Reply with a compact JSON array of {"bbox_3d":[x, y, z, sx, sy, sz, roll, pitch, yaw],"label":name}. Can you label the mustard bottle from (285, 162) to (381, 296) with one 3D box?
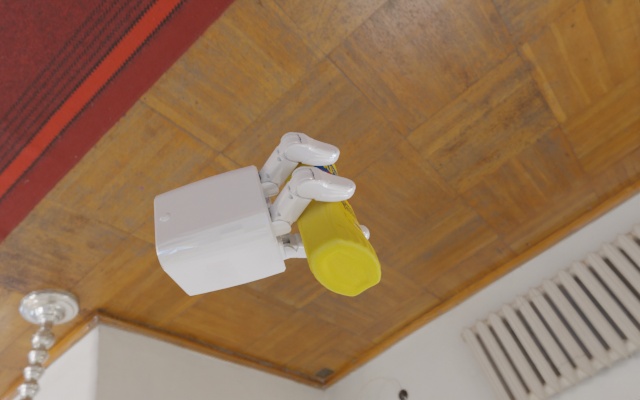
[{"bbox_3d":[0.000,0.002,0.501,0.058,0.191,0.096,-33,-45,12],"label":"mustard bottle"}]
